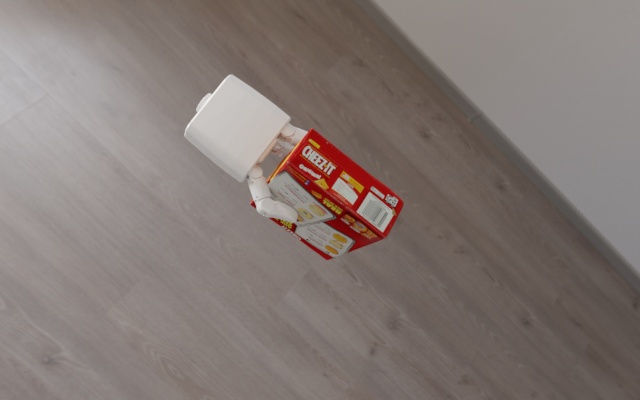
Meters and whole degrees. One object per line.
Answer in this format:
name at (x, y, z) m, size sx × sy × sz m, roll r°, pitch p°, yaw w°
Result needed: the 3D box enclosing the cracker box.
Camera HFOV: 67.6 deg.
cracker box at (0.000, 0.002, 0.708) m, size 0.164 × 0.072 × 0.214 m, roll 37°, pitch -24°, yaw -8°
